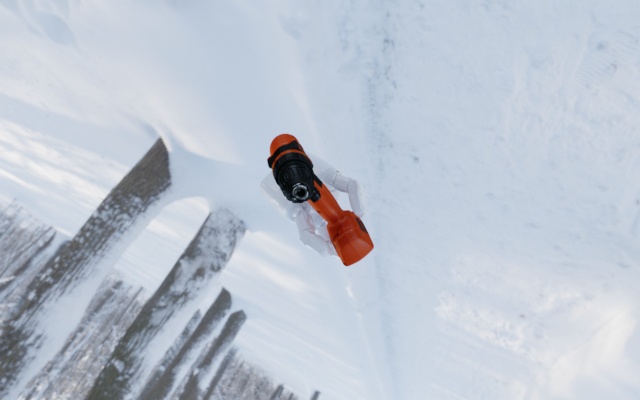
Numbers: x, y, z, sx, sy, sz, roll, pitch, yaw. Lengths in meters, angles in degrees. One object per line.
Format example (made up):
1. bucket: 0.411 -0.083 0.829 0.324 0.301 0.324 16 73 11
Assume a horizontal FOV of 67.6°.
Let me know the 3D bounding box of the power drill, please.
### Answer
1. power drill: 0.000 0.002 0.658 0.057 0.188 0.184 -34 26 7
